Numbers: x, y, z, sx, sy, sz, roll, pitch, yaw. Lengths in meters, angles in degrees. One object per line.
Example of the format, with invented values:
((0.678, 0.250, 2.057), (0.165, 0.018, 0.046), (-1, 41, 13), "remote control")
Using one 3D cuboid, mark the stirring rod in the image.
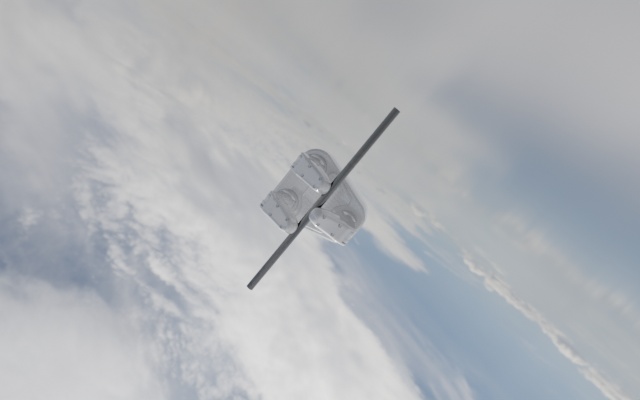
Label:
((0.000, 0.002, 0.491), (0.011, 0.239, 0.011), (38, 9, -7), "stirring rod")
